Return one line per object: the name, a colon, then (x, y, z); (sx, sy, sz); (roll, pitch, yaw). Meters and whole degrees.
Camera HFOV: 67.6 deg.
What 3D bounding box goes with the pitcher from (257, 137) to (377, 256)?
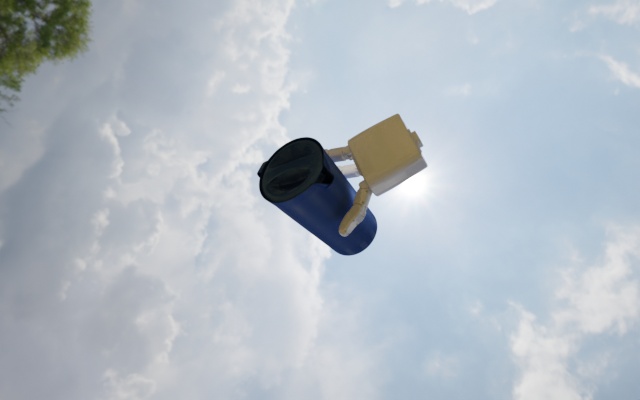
pitcher: (0.000, 0.003, 0.888); (0.145, 0.149, 0.243); (-32, -45, 13)
